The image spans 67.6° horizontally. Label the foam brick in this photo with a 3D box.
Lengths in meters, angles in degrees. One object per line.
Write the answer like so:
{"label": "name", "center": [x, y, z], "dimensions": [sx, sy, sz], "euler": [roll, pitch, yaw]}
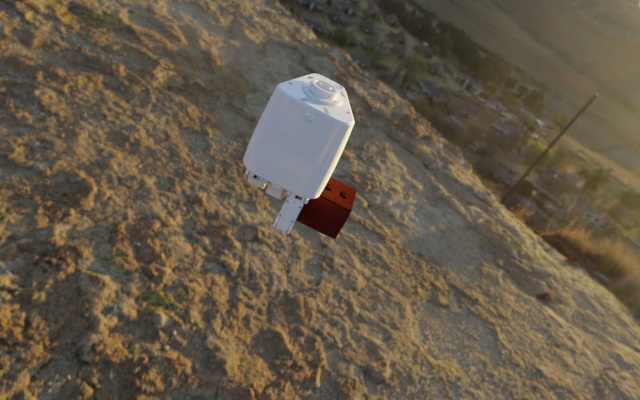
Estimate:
{"label": "foam brick", "center": [0.000, 0.002, 0.611], "dimensions": [0.078, 0.051, 0.053], "euler": [26, 32, -4]}
